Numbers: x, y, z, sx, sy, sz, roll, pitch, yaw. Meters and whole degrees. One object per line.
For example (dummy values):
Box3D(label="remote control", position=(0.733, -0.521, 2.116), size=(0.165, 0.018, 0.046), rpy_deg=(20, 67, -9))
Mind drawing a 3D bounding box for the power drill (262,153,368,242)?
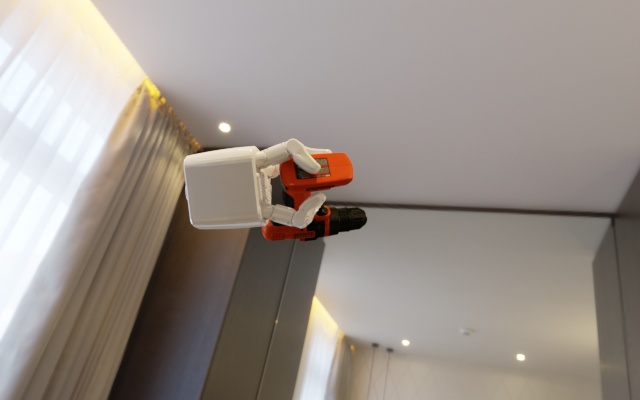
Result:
Box3D(label="power drill", position=(0.000, 0.002, 0.764), size=(0.184, 0.057, 0.188), rpy_deg=(-7, -33, -13))
